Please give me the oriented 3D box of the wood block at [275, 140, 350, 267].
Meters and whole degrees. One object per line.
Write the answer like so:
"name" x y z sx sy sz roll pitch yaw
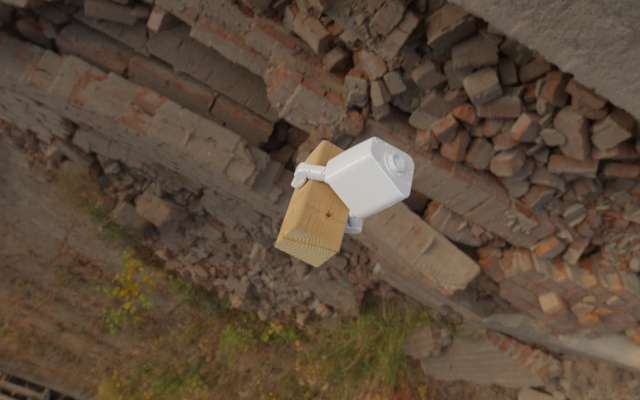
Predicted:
"wood block" 0.000 0.003 0.878 0.091 0.206 0.090 28 -38 -14
